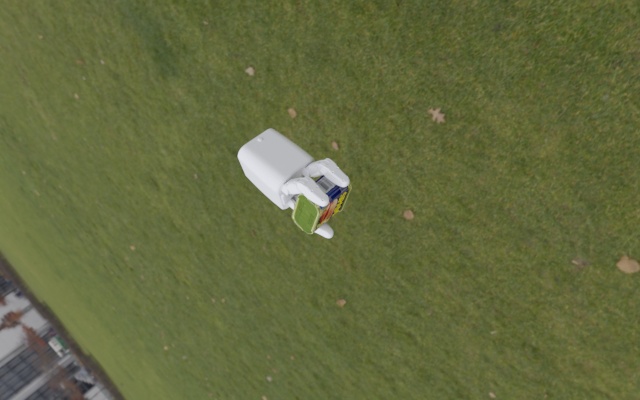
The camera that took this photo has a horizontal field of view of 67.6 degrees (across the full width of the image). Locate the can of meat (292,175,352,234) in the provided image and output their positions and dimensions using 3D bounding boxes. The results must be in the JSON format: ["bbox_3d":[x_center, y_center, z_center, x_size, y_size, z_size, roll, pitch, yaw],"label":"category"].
[{"bbox_3d":[0.000,0.003,0.844,0.084,0.057,0.102,-40,-17,-31],"label":"can of meat"}]
